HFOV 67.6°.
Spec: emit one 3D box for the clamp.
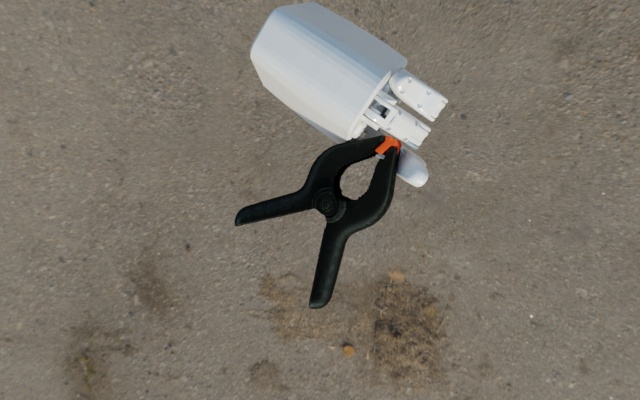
[{"bbox_3d":[0.000,0.001,0.436,0.120,0.171,0.039,36,11,6],"label":"clamp"}]
